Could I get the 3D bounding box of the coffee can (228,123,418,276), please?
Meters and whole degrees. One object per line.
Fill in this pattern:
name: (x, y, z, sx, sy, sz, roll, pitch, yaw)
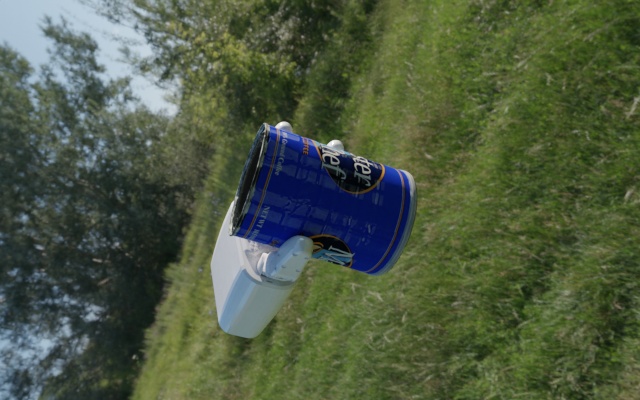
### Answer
coffee can: (0.000, 0.001, 0.430, 0.140, 0.103, 0.103, 17, -5, -15)
